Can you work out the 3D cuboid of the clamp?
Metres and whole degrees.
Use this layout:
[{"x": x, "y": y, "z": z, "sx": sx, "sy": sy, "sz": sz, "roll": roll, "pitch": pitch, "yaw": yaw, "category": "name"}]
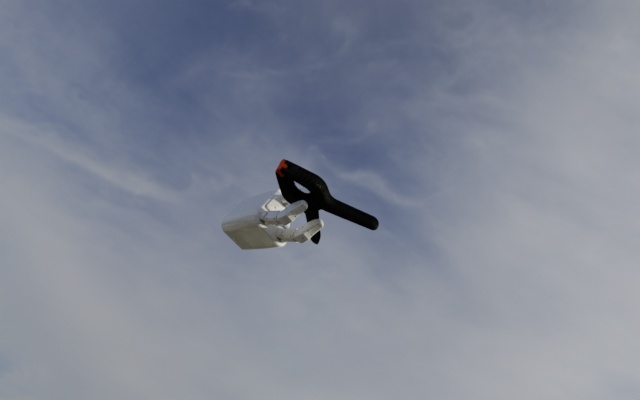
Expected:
[{"x": 0.000, "y": 0.002, "z": 0.886, "sx": 0.164, "sy": 0.036, "sz": 0.210, "roll": -12, "pitch": -50, "yaw": 35, "category": "clamp"}]
